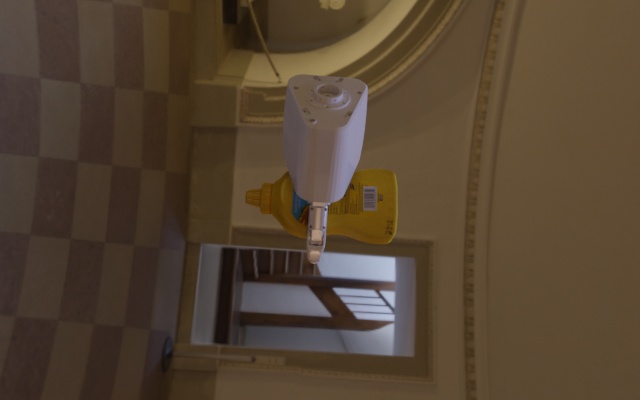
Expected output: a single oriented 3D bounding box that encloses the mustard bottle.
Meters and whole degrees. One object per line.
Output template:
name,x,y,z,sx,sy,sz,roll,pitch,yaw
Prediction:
mustard bottle,0.000,0.002,0.615,0.191,0.096,0.058,4,-20,-2
